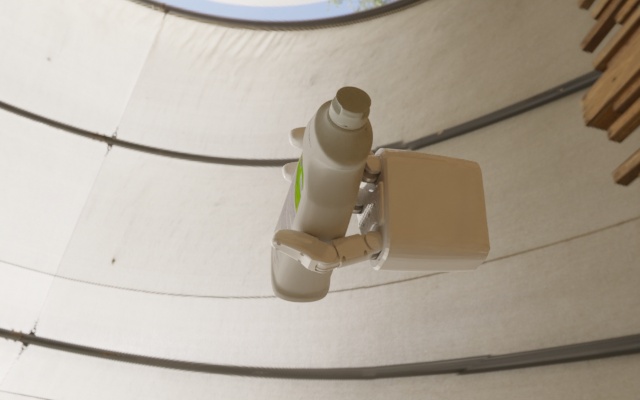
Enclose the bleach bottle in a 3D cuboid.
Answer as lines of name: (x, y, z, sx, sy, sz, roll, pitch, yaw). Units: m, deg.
bleach bottle: (0.000, 0.001, 0.456, 0.068, 0.102, 0.251, 3, -35, -12)
